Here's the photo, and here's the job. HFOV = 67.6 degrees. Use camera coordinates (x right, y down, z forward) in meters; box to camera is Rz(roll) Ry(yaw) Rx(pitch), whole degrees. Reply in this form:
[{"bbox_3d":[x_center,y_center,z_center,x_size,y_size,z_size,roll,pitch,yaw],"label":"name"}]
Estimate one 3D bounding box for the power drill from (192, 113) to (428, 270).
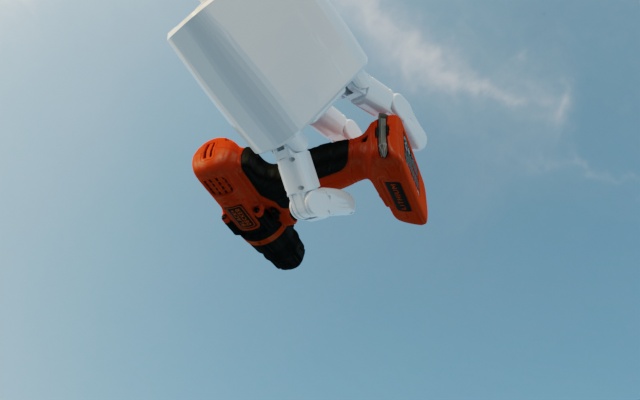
[{"bbox_3d":[0.000,0.001,0.448,0.187,0.057,0.185,-12,-40,18],"label":"power drill"}]
